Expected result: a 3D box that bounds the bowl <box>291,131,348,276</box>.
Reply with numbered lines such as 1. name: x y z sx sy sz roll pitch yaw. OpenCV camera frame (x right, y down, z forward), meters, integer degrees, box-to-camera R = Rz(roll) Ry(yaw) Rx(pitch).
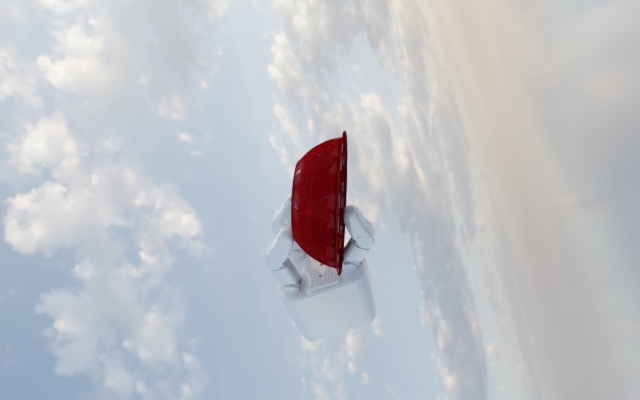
1. bowl: 0.000 0.001 0.538 0.055 0.162 0.162 3 0 5
